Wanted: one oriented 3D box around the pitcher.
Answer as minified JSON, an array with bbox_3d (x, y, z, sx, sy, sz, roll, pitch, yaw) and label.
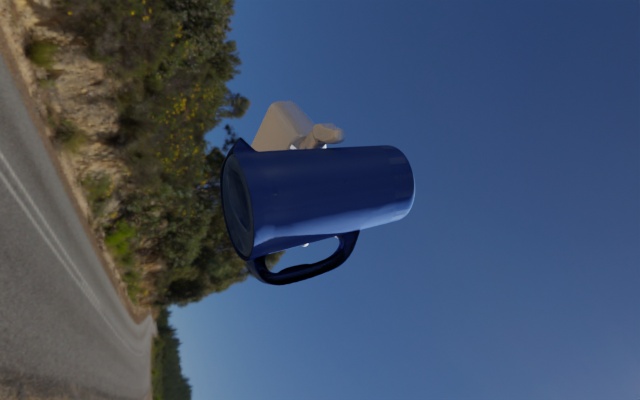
[{"bbox_3d":[0.000,0.002,0.627,0.243,0.149,0.145,-9,42,-25],"label":"pitcher"}]
